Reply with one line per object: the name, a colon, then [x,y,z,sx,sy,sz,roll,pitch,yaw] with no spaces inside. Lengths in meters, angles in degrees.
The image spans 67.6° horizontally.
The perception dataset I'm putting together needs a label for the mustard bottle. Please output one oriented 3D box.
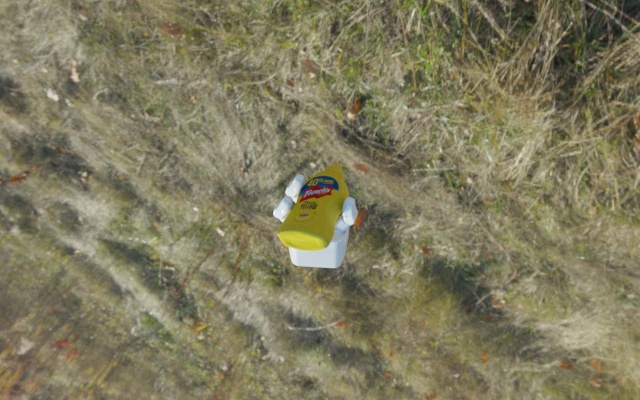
mustard bottle: [0.000,0.003,0.878,0.096,0.191,0.058,-1,-44,31]
